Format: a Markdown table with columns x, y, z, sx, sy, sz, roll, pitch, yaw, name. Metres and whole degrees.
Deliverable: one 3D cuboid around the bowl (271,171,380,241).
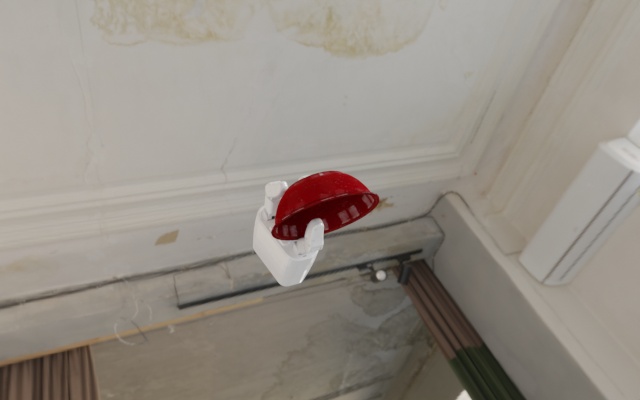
| x | y | z | sx | sy | sz | roll | pitch | yaw | name |
| --- | --- | --- | --- | --- | --- | --- | --- | --- | --- |
| 0.001 | 0.001 | 0.685 | 0.162 | 0.055 | 0.162 | -17 | -18 | -6 | bowl |
